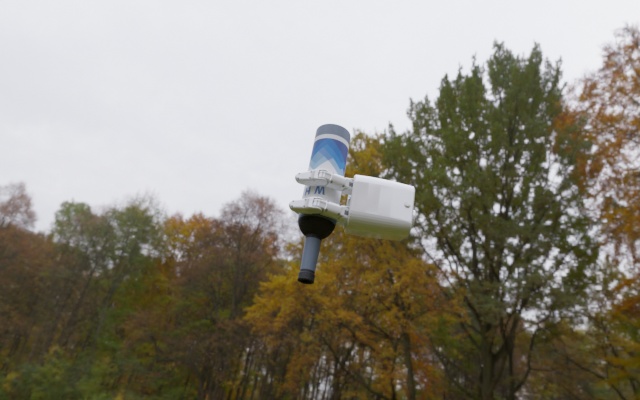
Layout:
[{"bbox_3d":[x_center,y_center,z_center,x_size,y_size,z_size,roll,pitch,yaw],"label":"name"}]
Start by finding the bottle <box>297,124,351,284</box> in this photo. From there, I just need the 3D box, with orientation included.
[{"bbox_3d":[0.000,0.003,0.839,0.069,0.295,0.069,8,-27,4],"label":"bottle"}]
